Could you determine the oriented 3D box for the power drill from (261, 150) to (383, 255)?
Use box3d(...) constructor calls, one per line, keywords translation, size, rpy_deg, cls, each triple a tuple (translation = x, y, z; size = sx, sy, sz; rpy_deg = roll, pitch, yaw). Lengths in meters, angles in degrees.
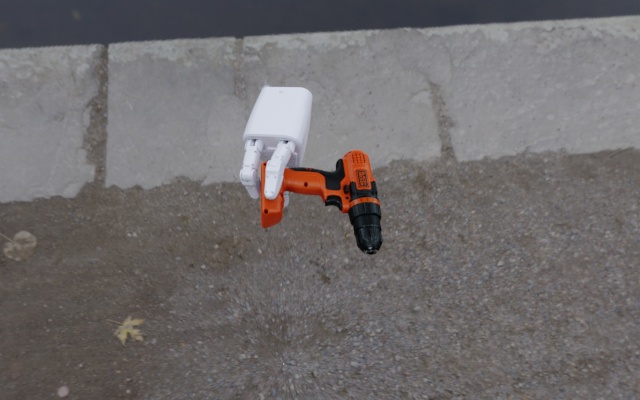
box3d(translation=(0.000, 0.002, 0.749), size=(0.187, 0.184, 0.057), rpy_deg=(-1, -34, -9), cls="power drill")
